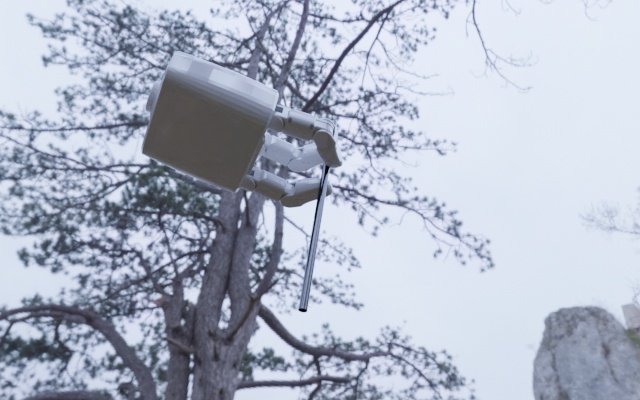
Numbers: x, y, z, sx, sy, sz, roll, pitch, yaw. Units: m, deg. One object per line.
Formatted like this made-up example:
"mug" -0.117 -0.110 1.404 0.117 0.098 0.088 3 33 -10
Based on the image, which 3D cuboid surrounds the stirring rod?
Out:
"stirring rod" 0.000 0.002 0.484 0.011 0.239 0.011 6 -39 5
